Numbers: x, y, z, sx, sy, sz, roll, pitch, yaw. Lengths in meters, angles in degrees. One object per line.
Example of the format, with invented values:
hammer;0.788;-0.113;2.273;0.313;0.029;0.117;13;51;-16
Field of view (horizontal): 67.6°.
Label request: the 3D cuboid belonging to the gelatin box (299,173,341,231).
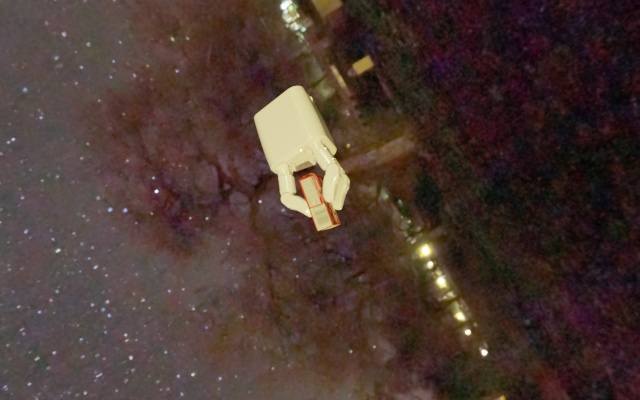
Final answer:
gelatin box;0.000;0.003;0.771;0.030;0.089;0.073;-21;-5;10
